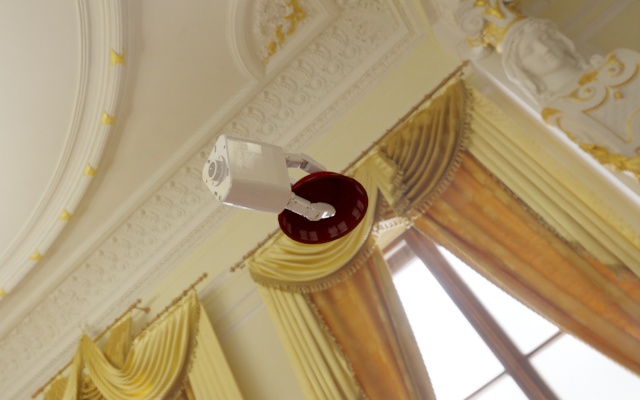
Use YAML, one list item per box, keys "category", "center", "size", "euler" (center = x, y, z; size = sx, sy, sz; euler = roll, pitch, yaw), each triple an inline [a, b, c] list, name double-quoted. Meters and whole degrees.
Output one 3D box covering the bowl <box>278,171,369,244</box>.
- category: "bowl"
  center: [0.001, 0.003, 0.842]
  size: [0.162, 0.162, 0.055]
  euler: [0, 40, -18]
